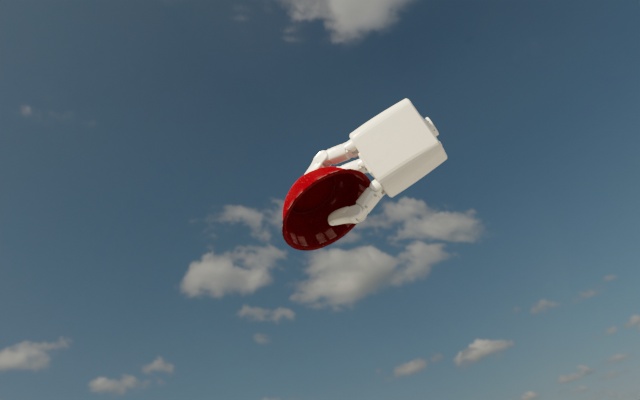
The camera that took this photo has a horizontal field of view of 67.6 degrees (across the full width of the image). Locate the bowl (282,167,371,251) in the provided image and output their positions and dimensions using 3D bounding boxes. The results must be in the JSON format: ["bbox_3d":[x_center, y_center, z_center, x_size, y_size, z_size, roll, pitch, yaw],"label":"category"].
[{"bbox_3d":[-0.001,0.003,0.753,0.162,0.162,0.055,0,38,-40],"label":"bowl"}]
